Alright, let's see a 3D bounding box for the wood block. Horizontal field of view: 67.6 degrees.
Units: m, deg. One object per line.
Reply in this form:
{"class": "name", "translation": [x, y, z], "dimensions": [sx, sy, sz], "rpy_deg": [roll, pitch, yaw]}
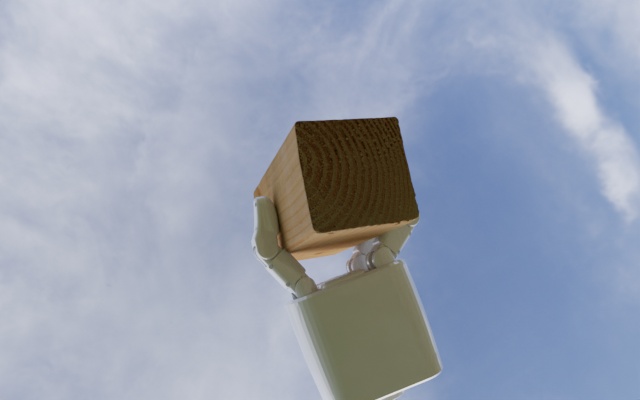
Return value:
{"class": "wood block", "translation": [0.000, 0.002, 0.463], "dimensions": [0.091, 0.090, 0.206], "rpy_deg": [-7, -12, -19]}
